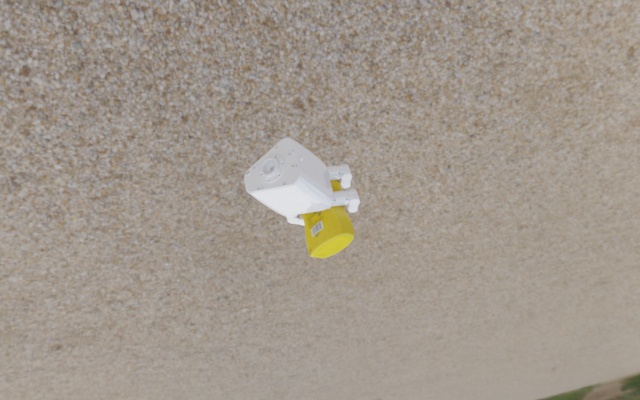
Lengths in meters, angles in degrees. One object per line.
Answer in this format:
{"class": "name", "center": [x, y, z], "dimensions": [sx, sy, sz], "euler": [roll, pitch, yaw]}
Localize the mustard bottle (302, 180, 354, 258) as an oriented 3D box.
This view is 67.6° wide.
{"class": "mustard bottle", "center": [0.000, 0.003, 0.884], "dimensions": [0.058, 0.191, 0.096], "euler": [11, -38, -37]}
